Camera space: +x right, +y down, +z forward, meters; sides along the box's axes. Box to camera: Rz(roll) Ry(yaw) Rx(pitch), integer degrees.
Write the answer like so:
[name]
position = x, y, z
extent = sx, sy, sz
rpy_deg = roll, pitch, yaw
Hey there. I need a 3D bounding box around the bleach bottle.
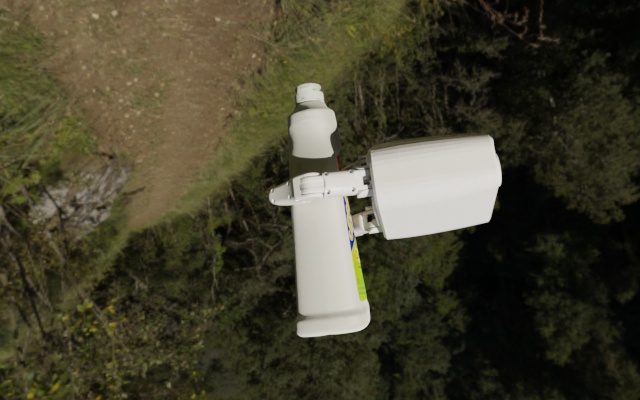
[bleach bottle]
position = 0.000, 0.002, 0.482
extent = 0.068, 0.250, 0.102
rpy_deg = -8, -9, 8
